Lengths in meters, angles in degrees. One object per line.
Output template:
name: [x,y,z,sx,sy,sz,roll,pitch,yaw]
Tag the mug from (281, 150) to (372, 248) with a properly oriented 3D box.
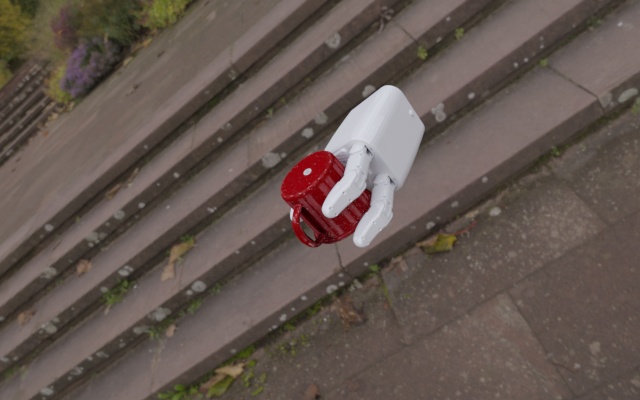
mug: [-0.001,0.003,0.582,0.093,0.117,0.081,-9,-48,46]
